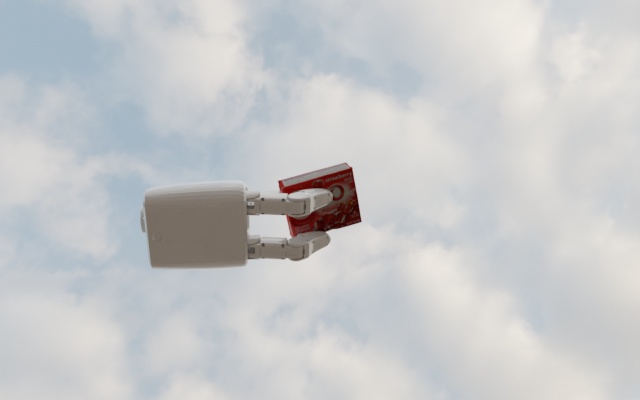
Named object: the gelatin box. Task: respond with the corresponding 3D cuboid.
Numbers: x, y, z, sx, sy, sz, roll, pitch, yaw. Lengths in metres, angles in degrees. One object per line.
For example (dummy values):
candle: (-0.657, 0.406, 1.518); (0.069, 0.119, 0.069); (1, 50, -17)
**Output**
gelatin box: (0.000, 0.002, 0.574); (0.089, 0.073, 0.030); (-16, 24, -10)
